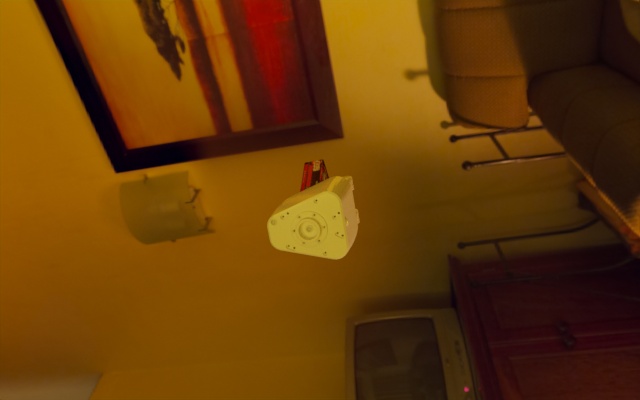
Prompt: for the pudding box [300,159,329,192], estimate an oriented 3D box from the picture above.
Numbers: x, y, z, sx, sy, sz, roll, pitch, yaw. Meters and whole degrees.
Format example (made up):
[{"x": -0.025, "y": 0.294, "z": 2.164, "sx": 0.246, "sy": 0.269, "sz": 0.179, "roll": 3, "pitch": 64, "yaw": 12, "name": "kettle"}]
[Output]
[{"x": 0.000, "y": 0.003, "z": 0.792, "sx": 0.039, "sy": 0.114, "sz": 0.090, "roll": -7, "pitch": 38, "yaw": 12, "name": "pudding box"}]
